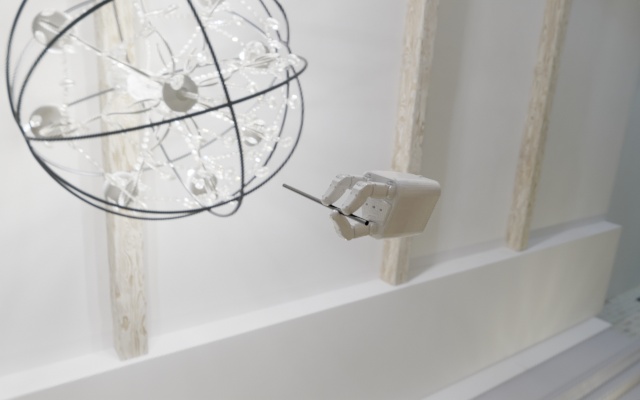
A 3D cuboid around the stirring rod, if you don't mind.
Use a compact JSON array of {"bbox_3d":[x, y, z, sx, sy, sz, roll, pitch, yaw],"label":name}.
[{"bbox_3d":[0.000,0.003,0.791,0.011,0.011,0.239,0,15,-36],"label":"stirring rod"}]
